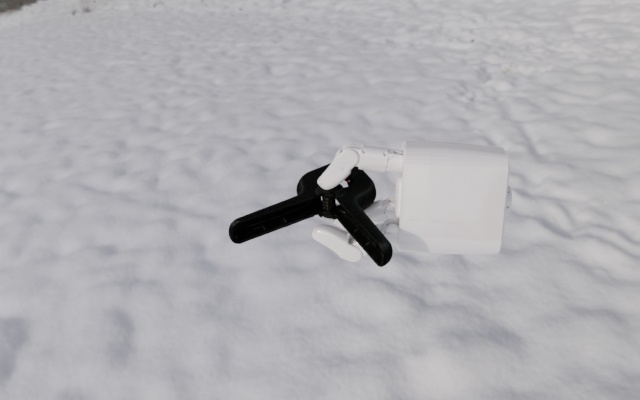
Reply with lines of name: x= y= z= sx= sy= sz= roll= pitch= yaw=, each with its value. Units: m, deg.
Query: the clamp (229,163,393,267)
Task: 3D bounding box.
clamp: x=0.000 y=0.001 z=0.540 sx=0.164 sy=0.036 sz=0.210 roll=5 pitch=28 yaw=7
